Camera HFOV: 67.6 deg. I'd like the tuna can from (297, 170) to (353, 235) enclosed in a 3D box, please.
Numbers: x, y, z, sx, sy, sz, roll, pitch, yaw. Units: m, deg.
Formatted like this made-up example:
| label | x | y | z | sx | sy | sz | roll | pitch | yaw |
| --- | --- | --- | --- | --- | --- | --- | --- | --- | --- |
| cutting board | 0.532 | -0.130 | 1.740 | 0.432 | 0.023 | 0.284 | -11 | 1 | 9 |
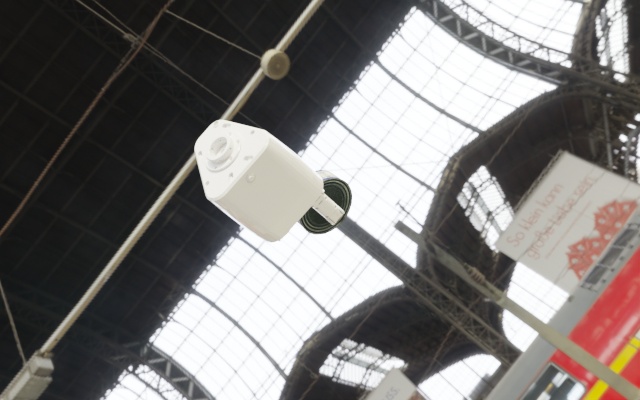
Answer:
| label | x | y | z | sx | sy | sz | roll | pitch | yaw |
| --- | --- | --- | --- | --- | --- | --- | --- | --- | --- |
| tuna can | 0.000 | 0.002 | 0.656 | 0.086 | 0.086 | 0.033 | 0 | 26 | -38 |
